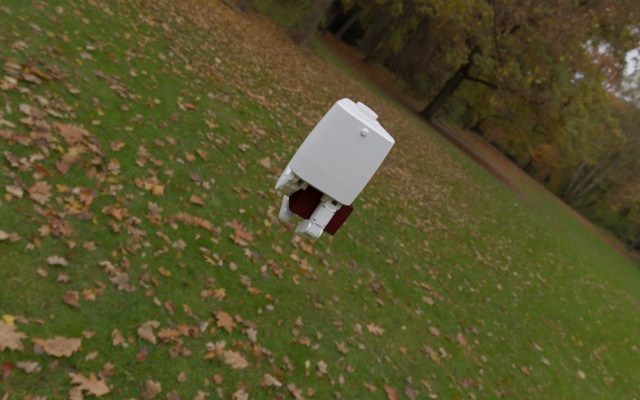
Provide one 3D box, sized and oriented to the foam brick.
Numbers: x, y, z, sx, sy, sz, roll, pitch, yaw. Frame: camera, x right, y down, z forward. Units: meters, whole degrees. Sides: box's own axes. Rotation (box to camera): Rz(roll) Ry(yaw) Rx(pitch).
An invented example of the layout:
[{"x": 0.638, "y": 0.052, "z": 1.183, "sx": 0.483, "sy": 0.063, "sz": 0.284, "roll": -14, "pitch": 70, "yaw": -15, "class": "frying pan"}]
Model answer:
[{"x": 0.000, "y": 0.002, "z": 0.675, "sx": 0.078, "sy": 0.051, "sz": 0.053, "roll": 32, "pitch": 18, "yaw": -18, "class": "foam brick"}]
